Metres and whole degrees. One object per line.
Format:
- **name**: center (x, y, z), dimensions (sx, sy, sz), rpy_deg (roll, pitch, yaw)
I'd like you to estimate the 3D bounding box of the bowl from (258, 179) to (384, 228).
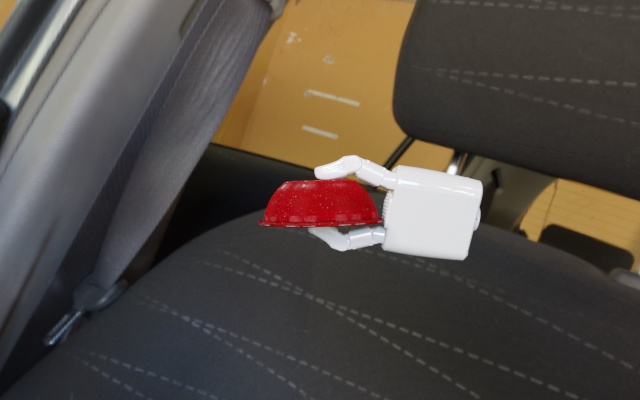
- **bowl**: center (-0.001, 0.002, 0.614), dimensions (0.162, 0.055, 0.162), rpy_deg (-2, 1, 0)
